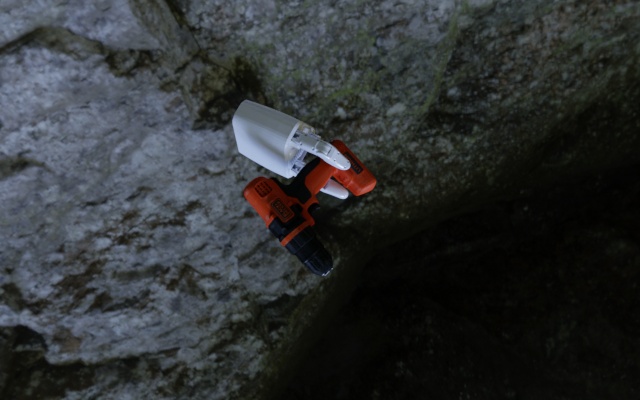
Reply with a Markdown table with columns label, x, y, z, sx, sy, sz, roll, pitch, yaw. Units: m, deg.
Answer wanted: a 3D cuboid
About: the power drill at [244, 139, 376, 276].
| label | x | y | z | sx | sy | sz | roll | pitch | yaw |
| --- | --- | --- | --- | --- | --- | --- | --- | --- | --- |
| power drill | 0.000 | 0.002 | 0.760 | 0.187 | 0.184 | 0.057 | -38 | -4 | -27 |
